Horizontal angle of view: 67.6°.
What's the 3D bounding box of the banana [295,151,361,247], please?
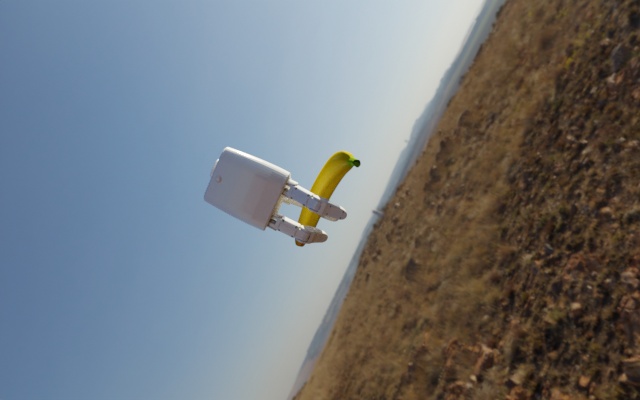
[{"bbox_3d":[0.004,-0.011,0.752,0.037,0.198,0.069,24,37,-10],"label":"banana"}]
